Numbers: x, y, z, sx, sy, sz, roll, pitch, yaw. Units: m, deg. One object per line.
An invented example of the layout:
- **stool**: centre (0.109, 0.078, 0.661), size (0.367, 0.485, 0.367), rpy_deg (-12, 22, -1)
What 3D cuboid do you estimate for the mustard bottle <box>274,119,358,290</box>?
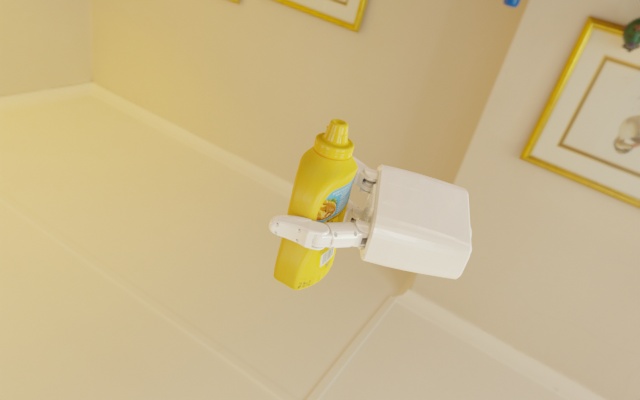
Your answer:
- **mustard bottle**: centre (0.000, 0.002, 0.528), size (0.058, 0.192, 0.096), rpy_deg (27, 33, 21)
